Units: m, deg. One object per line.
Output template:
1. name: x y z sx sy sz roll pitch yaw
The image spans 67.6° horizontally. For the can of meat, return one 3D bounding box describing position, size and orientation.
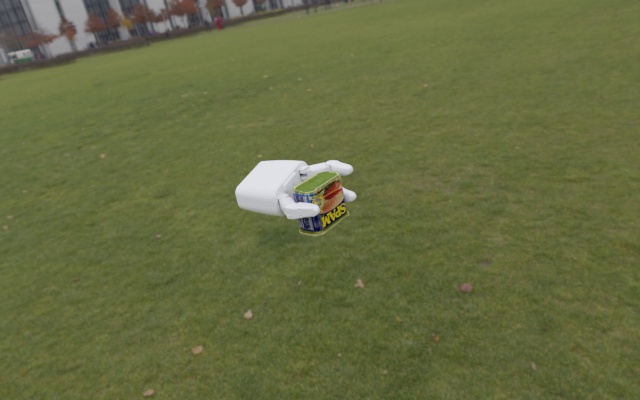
1. can of meat: 0.000 0.003 0.854 0.057 0.084 0.102 8 29 40
